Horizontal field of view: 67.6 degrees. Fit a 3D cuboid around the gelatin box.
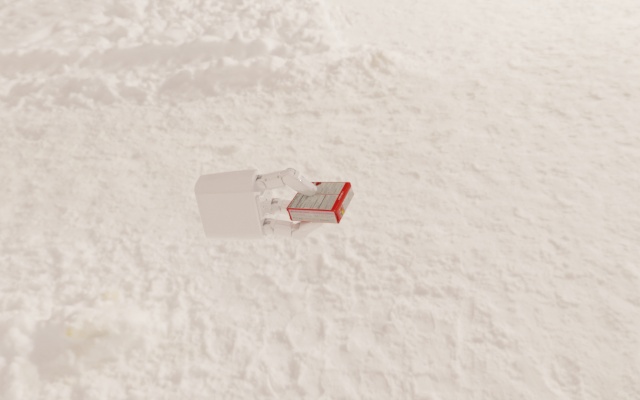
[{"bbox_3d":[0.000,0.002,0.768,0.089,0.030,0.073,1,39,27],"label":"gelatin box"}]
